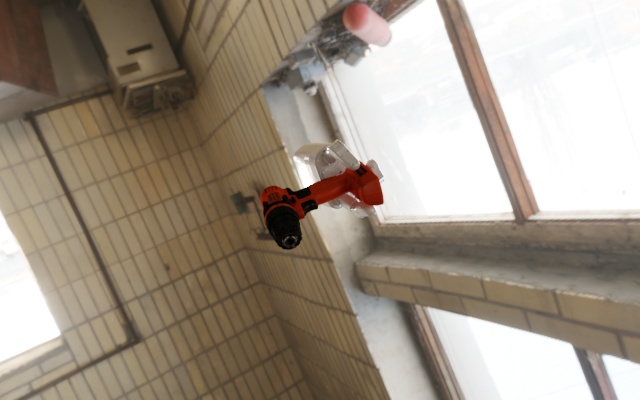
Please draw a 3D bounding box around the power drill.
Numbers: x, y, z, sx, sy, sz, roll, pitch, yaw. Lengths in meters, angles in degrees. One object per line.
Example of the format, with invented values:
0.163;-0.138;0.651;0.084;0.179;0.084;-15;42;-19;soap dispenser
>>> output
0.000;0.002;0.756;0.187;0.057;0.184;-17;27;-7;power drill
